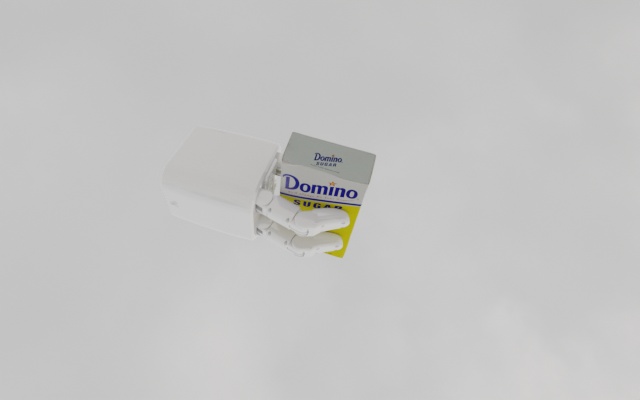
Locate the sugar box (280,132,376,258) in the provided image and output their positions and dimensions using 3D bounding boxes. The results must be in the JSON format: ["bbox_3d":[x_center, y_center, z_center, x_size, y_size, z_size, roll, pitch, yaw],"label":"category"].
[{"bbox_3d":[0.000,0.002,0.551,0.093,0.048,0.176,15,-30,3],"label":"sugar box"}]
